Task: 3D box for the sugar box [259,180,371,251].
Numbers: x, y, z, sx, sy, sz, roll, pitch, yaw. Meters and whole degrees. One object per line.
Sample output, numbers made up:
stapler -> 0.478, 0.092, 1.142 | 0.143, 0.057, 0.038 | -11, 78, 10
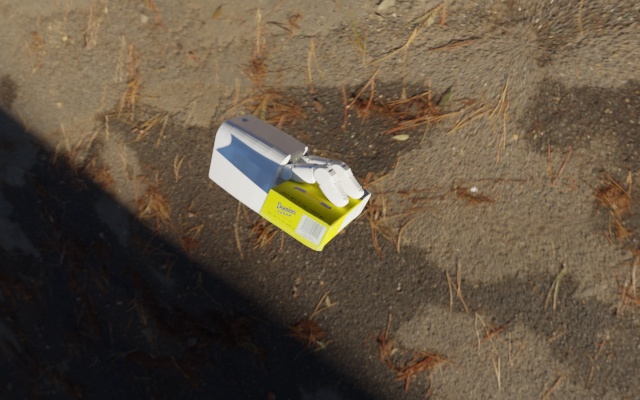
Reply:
sugar box -> 0.000, 0.002, 0.659 | 0.093, 0.048, 0.176 | 32, 26, 10
